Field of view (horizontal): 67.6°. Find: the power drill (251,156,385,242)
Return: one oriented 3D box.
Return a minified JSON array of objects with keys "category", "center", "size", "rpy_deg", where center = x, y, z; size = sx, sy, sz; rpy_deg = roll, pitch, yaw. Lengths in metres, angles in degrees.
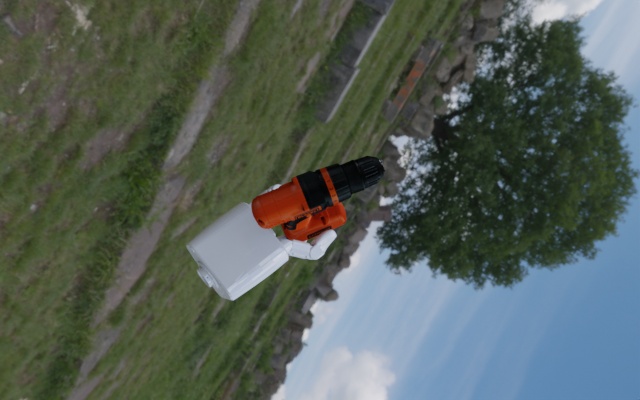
[{"category":"power drill","center":[0.000,0.003,0.697],"size":[0.184,0.057,0.188],"rpy_deg":[-20,-16,-3]}]
